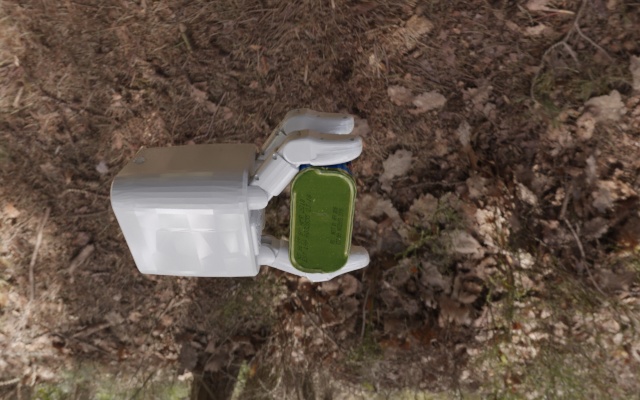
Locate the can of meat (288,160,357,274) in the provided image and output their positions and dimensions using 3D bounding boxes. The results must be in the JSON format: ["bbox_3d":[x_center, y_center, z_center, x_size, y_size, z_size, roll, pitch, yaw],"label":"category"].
[{"bbox_3d":[0.000,0.002,0.418,0.057,0.102,0.084,3,26,-2],"label":"can of meat"}]
